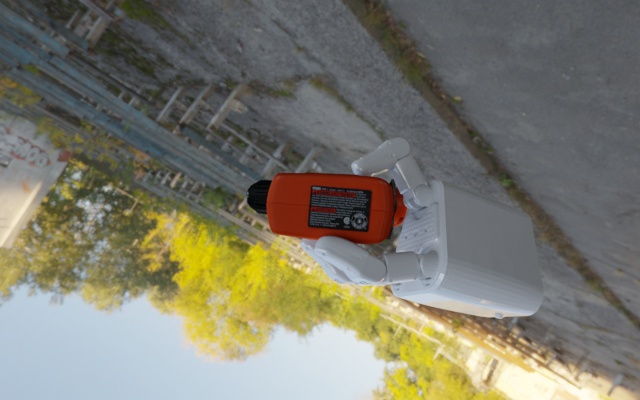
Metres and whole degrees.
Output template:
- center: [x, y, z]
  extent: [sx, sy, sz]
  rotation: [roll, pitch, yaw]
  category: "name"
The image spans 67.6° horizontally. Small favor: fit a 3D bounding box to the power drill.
- center: [0.000, 0.002, 0.480]
  extent: [0.184, 0.057, 0.187]
  rotation: [3, 3, 5]
  category: "power drill"
